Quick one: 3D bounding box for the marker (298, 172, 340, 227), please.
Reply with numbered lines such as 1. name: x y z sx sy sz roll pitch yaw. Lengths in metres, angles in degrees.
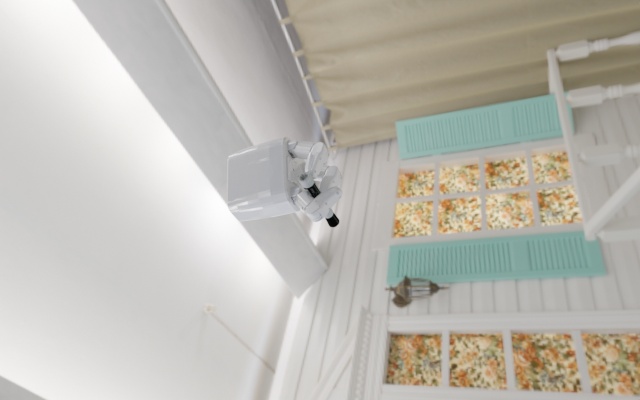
1. marker: 0.000 0.002 0.713 0.020 0.020 0.121 0 -36 29
